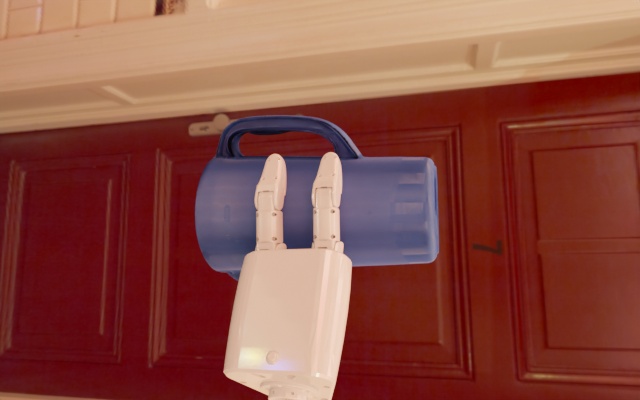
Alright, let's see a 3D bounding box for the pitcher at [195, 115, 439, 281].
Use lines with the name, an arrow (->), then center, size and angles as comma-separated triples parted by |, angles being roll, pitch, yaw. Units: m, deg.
pitcher -> 0.000, 0.002, 0.510 | 0.243, 0.145, 0.149 | -2, -35, 14
